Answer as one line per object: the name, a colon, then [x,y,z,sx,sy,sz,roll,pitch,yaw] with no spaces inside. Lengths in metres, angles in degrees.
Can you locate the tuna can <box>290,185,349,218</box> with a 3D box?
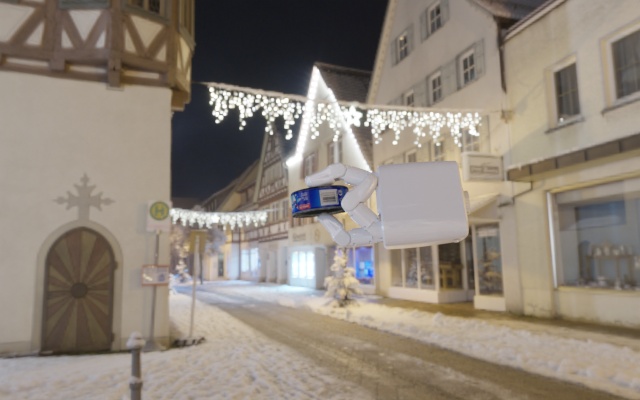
tuna can: [0.000,0.002,0.685,0.086,0.033,0.086,-7,-8,-1]
